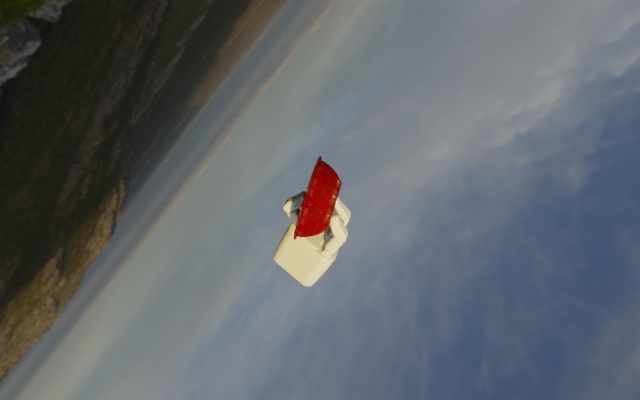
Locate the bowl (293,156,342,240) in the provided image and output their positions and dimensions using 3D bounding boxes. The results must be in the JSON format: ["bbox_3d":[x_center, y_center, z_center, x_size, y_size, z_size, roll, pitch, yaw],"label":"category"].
[{"bbox_3d":[0.001,0.002,0.876,0.055,0.162,0.162,17,1,2],"label":"bowl"}]
